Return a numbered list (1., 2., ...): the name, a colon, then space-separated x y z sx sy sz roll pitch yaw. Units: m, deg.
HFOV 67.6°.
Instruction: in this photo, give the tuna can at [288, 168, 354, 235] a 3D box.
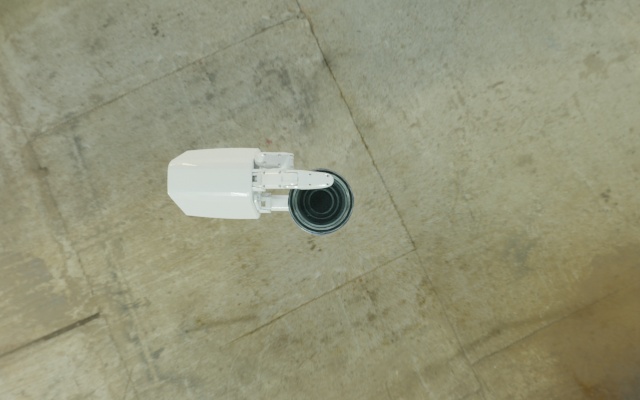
1. tuna can: 0.000 0.002 0.620 0.086 0.086 0.034 0 -4 -3
